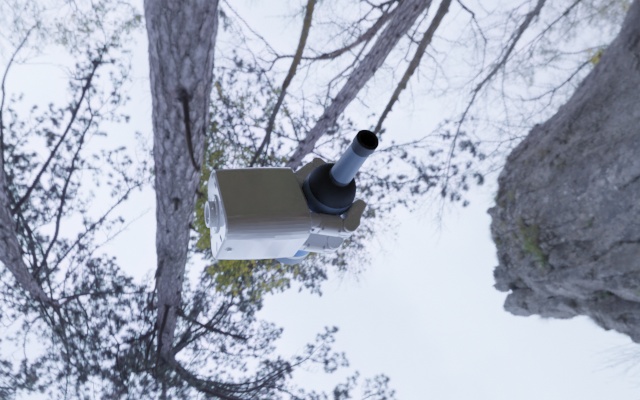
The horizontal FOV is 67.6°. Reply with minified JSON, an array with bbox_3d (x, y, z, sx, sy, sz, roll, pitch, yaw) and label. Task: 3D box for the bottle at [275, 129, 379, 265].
[{"bbox_3d":[0.000,0.002,0.641,0.069,0.069,0.296,0,-28,-24],"label":"bottle"}]
